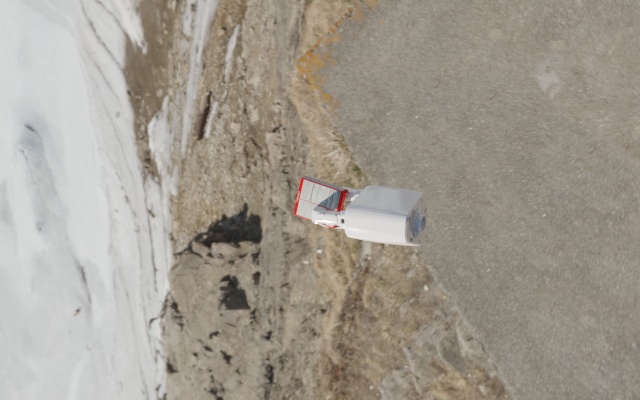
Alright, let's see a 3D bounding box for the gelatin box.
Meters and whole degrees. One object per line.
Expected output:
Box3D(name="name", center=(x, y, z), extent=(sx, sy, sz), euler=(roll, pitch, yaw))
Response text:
Box3D(name="gelatin box", center=(0.000, 0.003, 0.873), extent=(0.089, 0.073, 0.030), euler=(19, 18, 21))
